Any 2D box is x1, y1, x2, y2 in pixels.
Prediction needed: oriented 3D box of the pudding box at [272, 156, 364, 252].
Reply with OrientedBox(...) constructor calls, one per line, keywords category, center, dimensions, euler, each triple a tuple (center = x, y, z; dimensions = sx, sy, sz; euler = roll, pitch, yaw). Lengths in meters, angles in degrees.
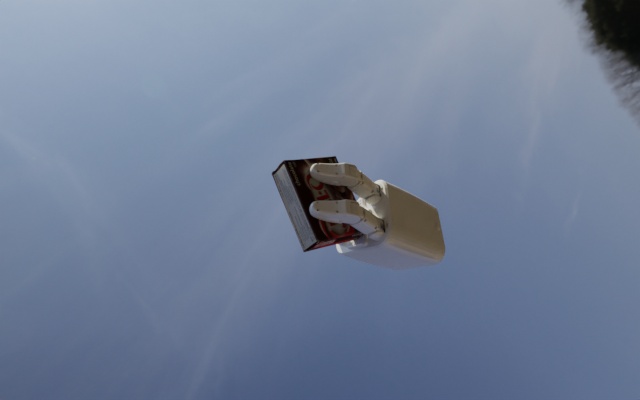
OrientedBox(category="pudding box", center=(0.000, 0.002, 0.601), dimensions=(0.090, 0.113, 0.039), euler=(-9, -23, -43))
